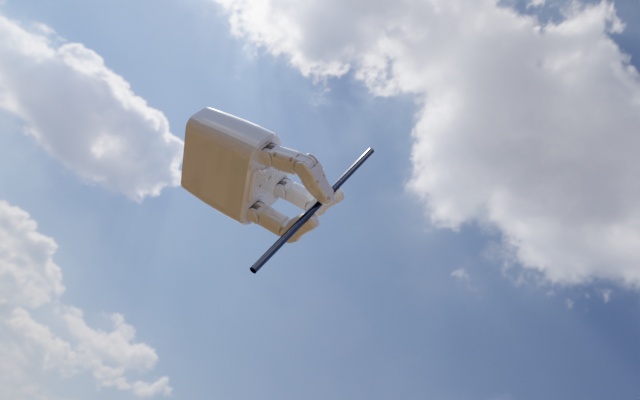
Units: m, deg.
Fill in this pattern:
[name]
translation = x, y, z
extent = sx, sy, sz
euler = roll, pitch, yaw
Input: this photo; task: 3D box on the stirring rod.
[stirring rod]
translation = 0.000, 0.002, 0.536
extent = 0.011, 0.011, 0.239
euler = 0, 33, 40
